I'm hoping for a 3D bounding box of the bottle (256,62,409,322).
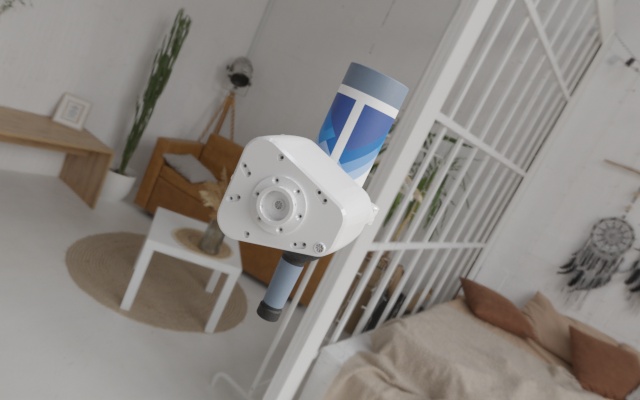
[{"bbox_3d":[0.000,0.001,0.522,0.069,0.296,0.069,24,11,-5],"label":"bottle"}]
